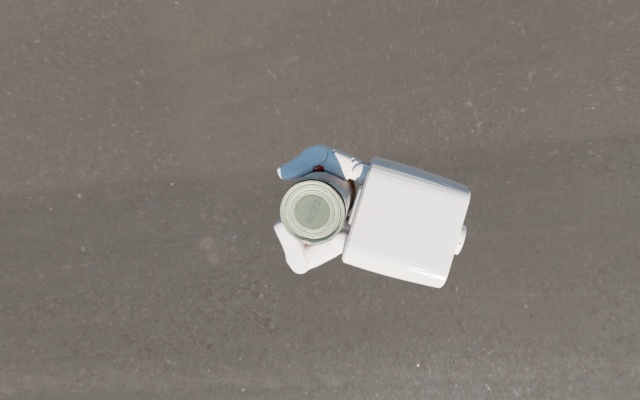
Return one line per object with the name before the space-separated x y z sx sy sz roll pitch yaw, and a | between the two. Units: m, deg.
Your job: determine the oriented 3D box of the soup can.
soup can | 0.000 0.001 0.511 0.068 0.068 0.102 0 12 9
